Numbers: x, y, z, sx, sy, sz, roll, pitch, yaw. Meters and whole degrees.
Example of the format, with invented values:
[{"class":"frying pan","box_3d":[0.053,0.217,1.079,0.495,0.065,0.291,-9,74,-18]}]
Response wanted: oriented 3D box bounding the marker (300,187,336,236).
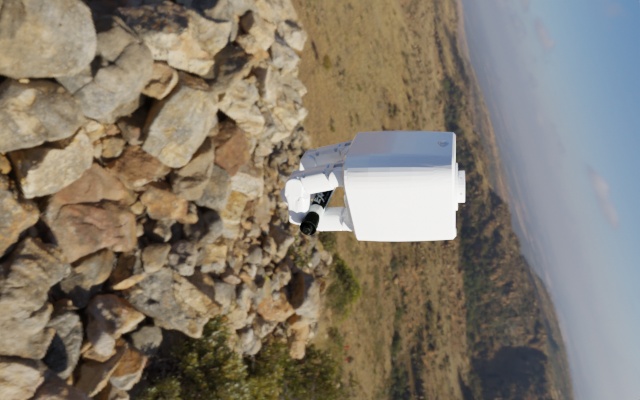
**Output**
[{"class":"marker","box_3d":[0.000,0.002,0.549,0.020,0.020,0.121,0,30,16]}]
